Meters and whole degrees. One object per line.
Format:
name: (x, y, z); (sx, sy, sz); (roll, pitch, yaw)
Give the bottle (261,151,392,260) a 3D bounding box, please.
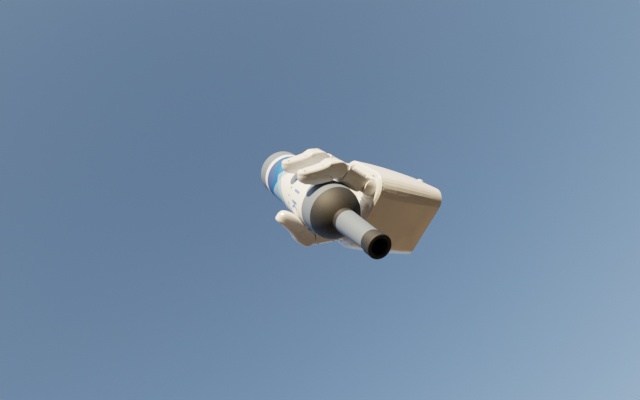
bottle: (0.000, 0.002, 0.598); (0.069, 0.069, 0.295); (0, 17, -25)
